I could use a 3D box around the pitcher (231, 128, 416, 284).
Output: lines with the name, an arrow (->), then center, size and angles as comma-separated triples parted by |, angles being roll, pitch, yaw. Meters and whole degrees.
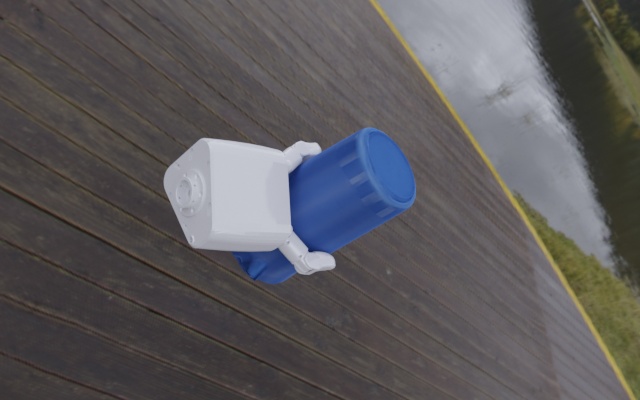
pitcher -> 0.000, 0.002, 0.628 | 0.243, 0.149, 0.145 | -30, -24, 35
